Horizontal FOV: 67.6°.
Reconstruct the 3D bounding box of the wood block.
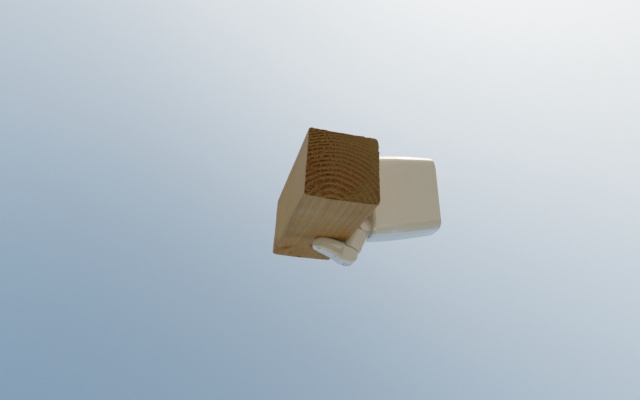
[{"bbox_3d":[0.000,0.002,0.634,0.090,0.090,0.206,8,-27,-12],"label":"wood block"}]
